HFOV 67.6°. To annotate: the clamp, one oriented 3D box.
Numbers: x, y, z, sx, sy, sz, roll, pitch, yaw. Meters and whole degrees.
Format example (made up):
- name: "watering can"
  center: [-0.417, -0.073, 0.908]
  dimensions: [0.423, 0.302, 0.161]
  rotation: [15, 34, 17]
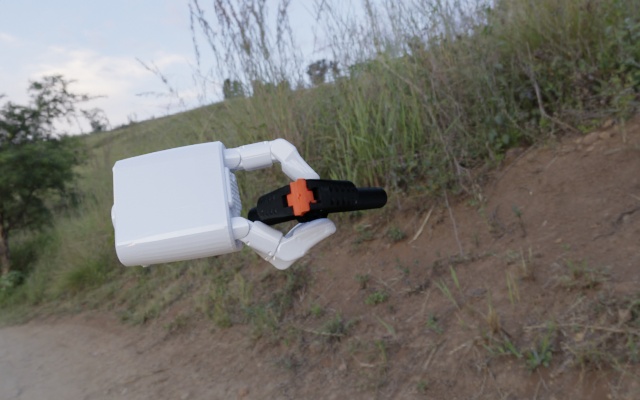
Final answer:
- name: "clamp"
  center: [0.000, 0.001, 0.477]
  dimensions: [0.164, 0.036, 0.210]
  rotation: [-10, -4, -4]
